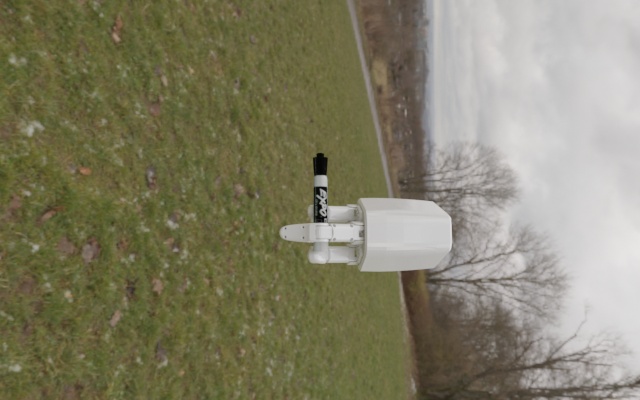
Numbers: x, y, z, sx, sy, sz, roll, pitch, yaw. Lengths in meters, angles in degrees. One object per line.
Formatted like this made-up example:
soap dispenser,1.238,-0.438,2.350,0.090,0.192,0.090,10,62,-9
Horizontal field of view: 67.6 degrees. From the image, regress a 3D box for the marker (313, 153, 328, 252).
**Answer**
marker,0.000,0.002,0.586,0.020,0.121,0.020,0,-4,0
